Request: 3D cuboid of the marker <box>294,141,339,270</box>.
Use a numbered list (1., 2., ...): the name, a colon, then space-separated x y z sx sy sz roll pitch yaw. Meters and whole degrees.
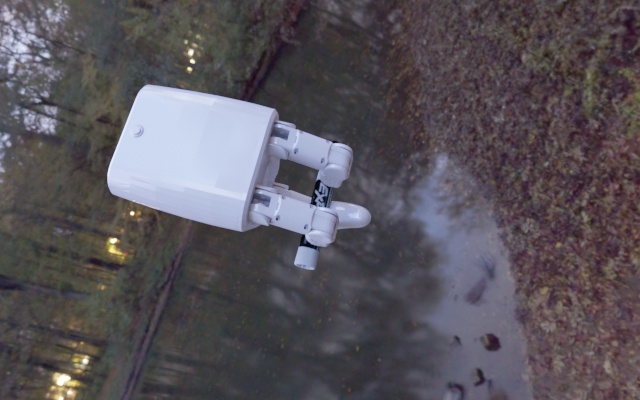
1. marker: 0.000 0.001 0.429 0.020 0.121 0.020 13 -18 4
